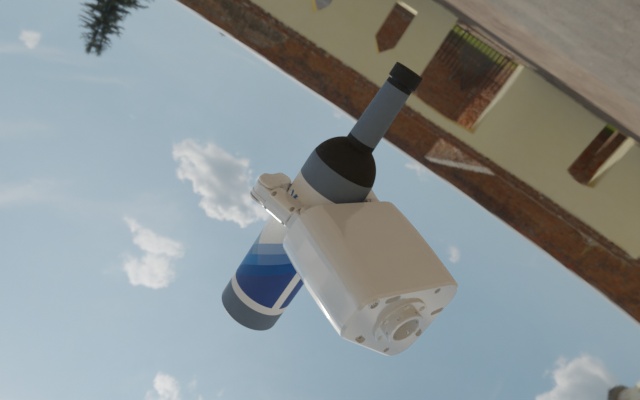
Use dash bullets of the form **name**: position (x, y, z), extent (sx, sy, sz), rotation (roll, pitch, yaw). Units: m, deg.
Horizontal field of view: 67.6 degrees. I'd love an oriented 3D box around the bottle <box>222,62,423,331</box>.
- **bottle**: position (0.000, 0.002, 0.464), extent (0.069, 0.296, 0.069), rotation (29, 21, -13)
